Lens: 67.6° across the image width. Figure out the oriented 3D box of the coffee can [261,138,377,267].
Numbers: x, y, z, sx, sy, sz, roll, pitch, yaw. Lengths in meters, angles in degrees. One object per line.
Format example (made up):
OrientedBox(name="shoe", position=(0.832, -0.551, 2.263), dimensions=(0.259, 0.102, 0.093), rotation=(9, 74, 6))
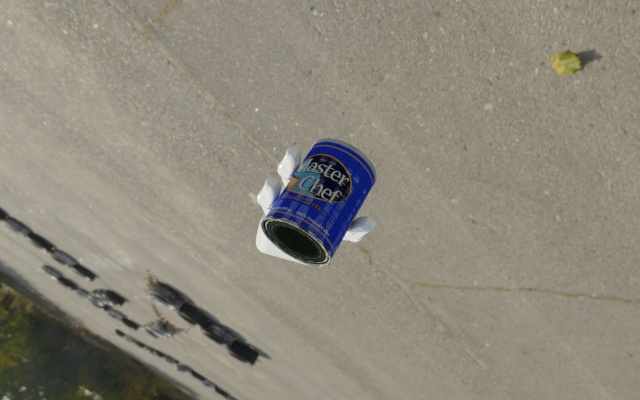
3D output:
OrientedBox(name="coffee can", position=(0.000, 0.002, 0.637), dimensions=(0.103, 0.140, 0.103), rotation=(24, -28, 14))
